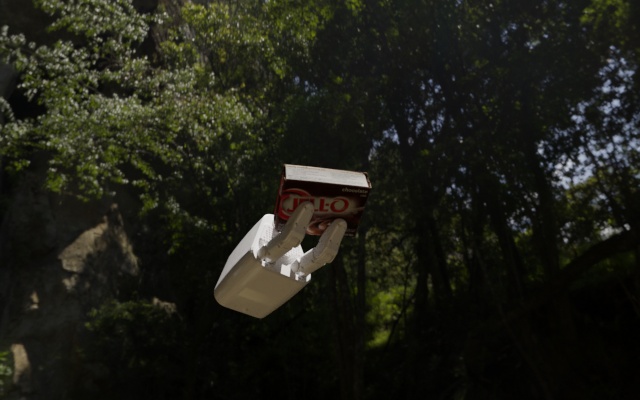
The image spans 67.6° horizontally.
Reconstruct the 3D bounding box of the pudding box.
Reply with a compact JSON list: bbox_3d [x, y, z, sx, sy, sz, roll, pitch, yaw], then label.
[{"bbox_3d":[0.000,0.002,0.624,0.113,0.090,0.039,3,42,-12],"label":"pudding box"}]
